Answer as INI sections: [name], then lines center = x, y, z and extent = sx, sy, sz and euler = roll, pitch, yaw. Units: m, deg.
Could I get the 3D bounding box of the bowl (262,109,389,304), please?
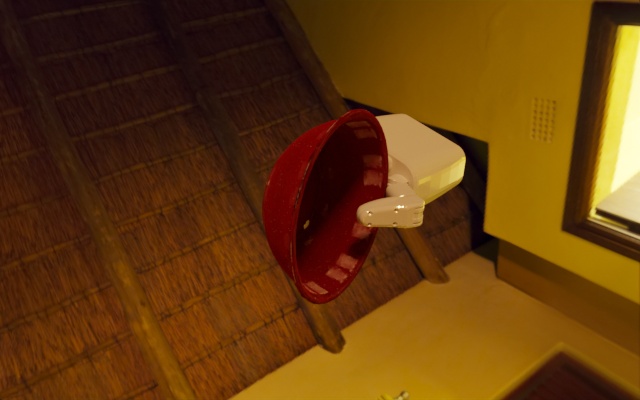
[bowl]
center = -0.001, 0.001, 0.400
extent = 0.055, 0.162, 0.162
euler = 15, 7, 27
